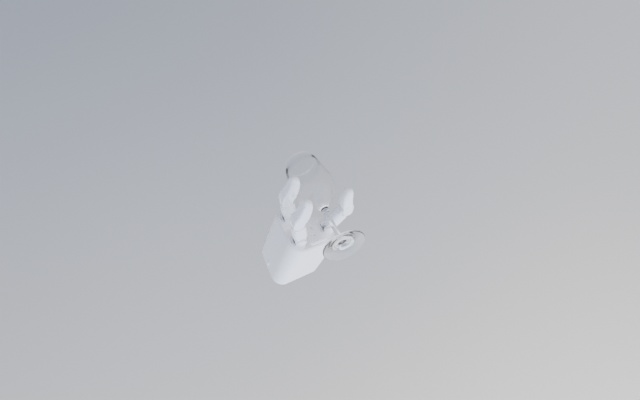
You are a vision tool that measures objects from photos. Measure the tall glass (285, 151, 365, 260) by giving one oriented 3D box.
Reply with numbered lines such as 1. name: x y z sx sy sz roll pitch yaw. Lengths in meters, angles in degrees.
1. tall glass: 0.001 0.003 0.825 0.079 0.201 0.079 -18 -37 -14
